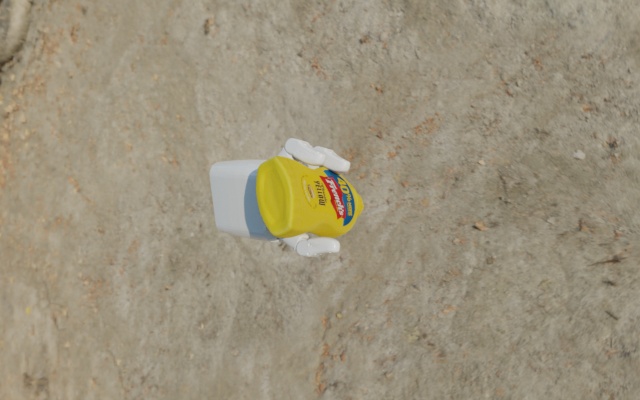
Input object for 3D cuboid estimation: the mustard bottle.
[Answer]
[{"bbox_3d":[0.000,0.002,0.635,0.058,0.096,0.191,-25,-19,32],"label":"mustard bottle"}]
